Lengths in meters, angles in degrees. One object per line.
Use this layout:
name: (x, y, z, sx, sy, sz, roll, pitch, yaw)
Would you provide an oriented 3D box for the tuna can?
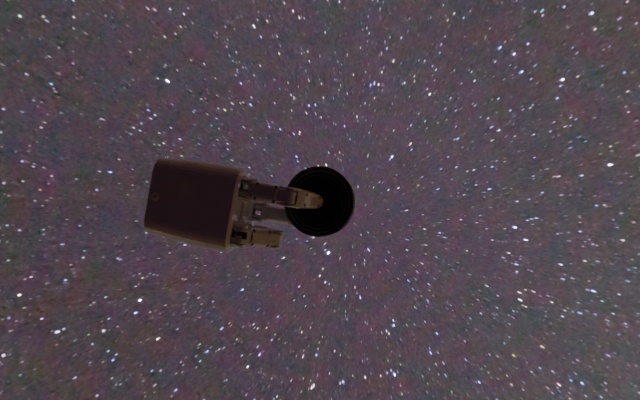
tuna can: (0.000, 0.002, 0.593, 0.086, 0.086, 0.034, 0, -3, 9)
